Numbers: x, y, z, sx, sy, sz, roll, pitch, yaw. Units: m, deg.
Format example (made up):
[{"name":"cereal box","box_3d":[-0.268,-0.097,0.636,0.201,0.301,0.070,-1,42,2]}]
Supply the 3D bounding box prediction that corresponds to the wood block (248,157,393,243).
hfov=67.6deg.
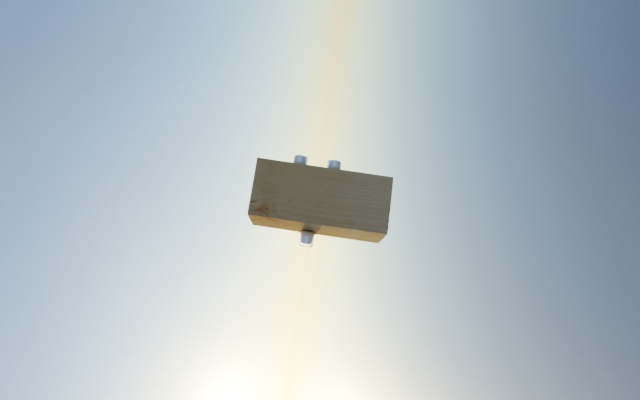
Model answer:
[{"name":"wood block","box_3d":[0.000,0.003,0.743,0.206,0.090,0.090,8,-14,-1]}]
